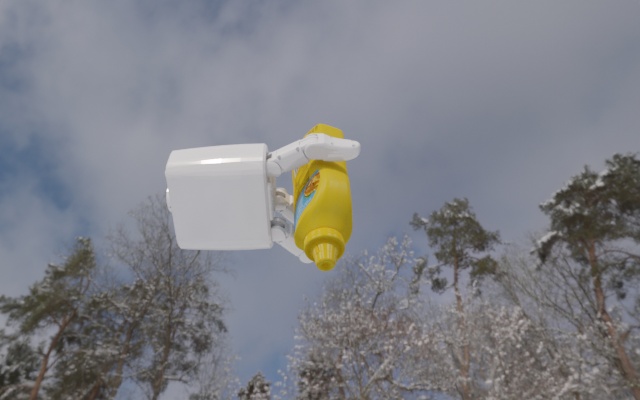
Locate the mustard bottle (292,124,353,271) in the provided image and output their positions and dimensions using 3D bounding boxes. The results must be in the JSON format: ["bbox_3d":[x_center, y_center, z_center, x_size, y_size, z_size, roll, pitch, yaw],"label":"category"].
[{"bbox_3d":[0.000,0.002,0.531,0.058,0.096,0.191,17,36,-16],"label":"mustard bottle"}]
